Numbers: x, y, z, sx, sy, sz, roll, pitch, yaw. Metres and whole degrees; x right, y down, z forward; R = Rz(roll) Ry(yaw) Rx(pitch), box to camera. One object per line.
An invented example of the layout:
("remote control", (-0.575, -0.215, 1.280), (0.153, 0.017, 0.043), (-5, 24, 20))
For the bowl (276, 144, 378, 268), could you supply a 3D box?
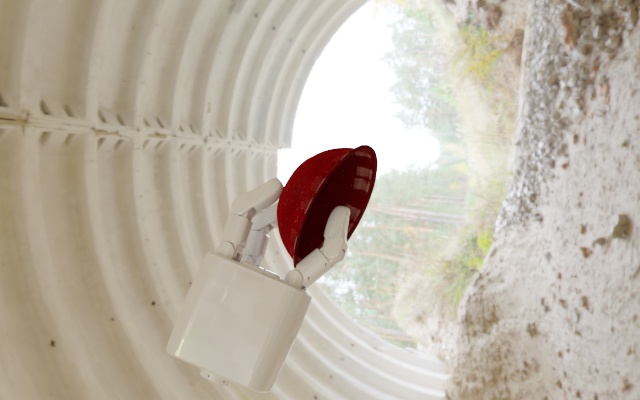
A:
("bowl", (0.001, 0.001, 0.538), (0.055, 0.162, 0.162), (29, 12, 23))
